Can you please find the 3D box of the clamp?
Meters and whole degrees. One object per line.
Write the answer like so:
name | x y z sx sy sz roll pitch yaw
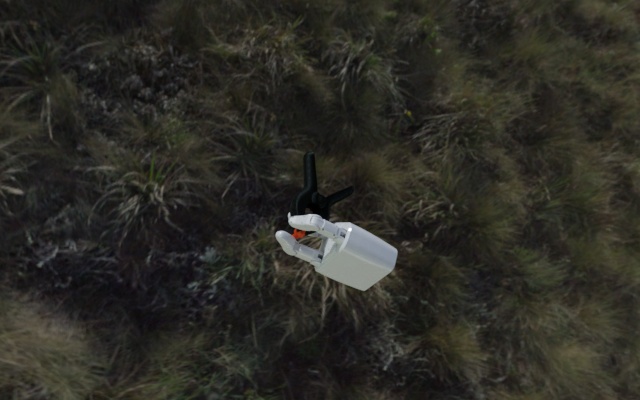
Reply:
clamp | 0.000 0.003 0.881 0.120 0.171 0.039 27 -29 -17
